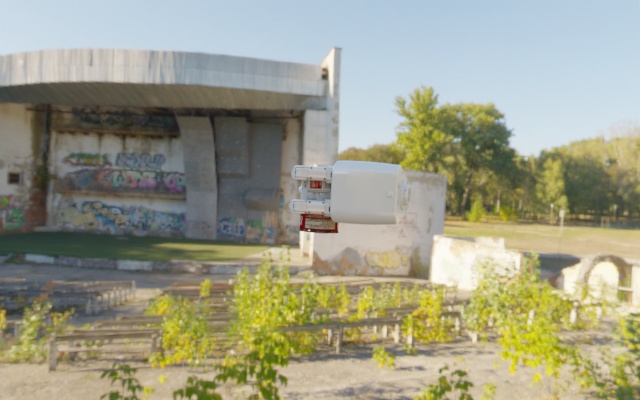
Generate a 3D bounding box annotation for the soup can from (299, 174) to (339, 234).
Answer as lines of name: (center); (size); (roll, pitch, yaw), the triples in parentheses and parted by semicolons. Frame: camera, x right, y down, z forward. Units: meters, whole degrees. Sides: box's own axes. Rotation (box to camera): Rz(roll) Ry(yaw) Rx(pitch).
soup can: (0.000, 0.002, 0.811); (0.068, 0.102, 0.068); (3, 1, 0)
